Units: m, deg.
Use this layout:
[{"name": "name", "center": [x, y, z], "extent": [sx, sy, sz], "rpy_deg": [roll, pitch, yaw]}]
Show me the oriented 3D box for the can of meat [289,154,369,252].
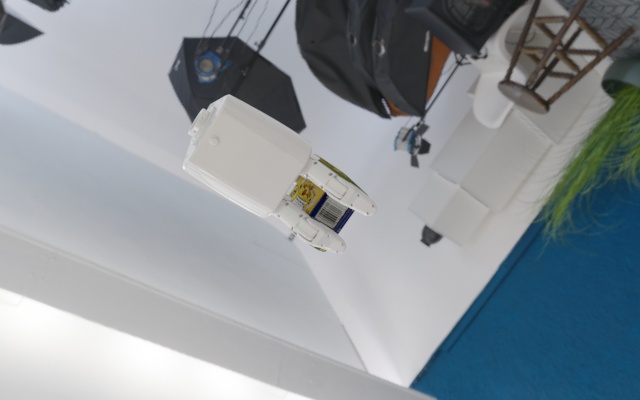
[{"name": "can of meat", "center": [0.000, 0.002, 0.576], "extent": [0.057, 0.084, 0.102], "rpy_deg": [31, 9, -26]}]
